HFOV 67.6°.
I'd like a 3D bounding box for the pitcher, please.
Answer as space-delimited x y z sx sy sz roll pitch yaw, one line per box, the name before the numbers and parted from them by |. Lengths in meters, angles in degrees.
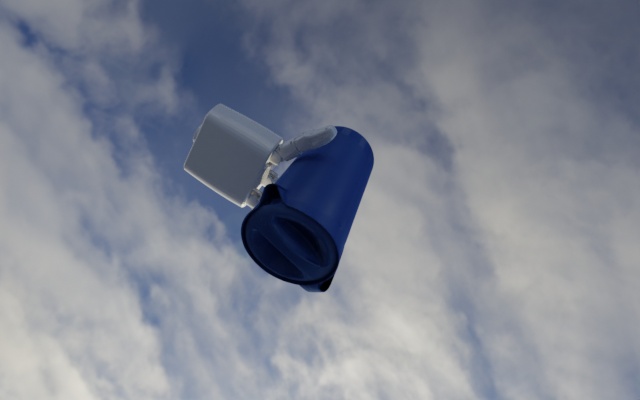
pitcher | 0.000 0.002 0.689 0.145 0.149 0.242 31 42 -1
